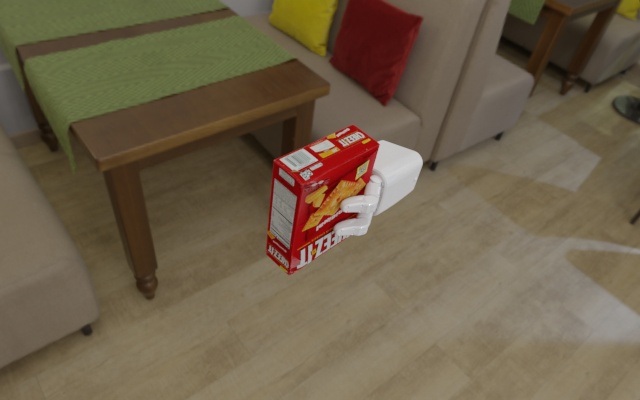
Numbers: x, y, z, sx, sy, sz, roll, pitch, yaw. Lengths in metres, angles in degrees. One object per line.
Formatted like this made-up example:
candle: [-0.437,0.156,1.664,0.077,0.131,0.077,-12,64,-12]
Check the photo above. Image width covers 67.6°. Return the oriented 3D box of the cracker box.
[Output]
cracker box: [0.000,0.002,0.775,0.164,0.214,0.072,-29,56,-33]
